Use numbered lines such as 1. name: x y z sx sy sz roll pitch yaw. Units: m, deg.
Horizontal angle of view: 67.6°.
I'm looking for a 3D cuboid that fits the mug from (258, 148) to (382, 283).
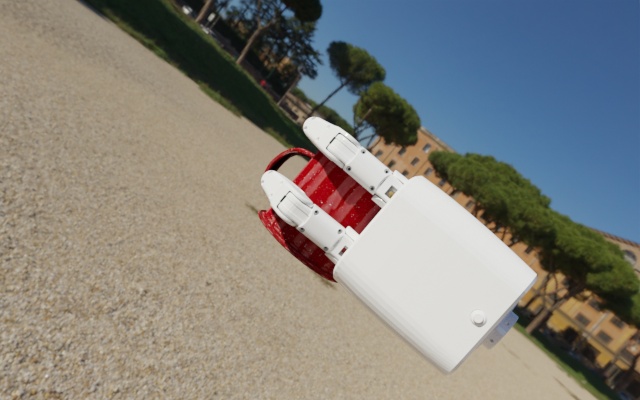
1. mug: -0.001 0.000 0.411 0.117 0.081 0.093 42 6 20
